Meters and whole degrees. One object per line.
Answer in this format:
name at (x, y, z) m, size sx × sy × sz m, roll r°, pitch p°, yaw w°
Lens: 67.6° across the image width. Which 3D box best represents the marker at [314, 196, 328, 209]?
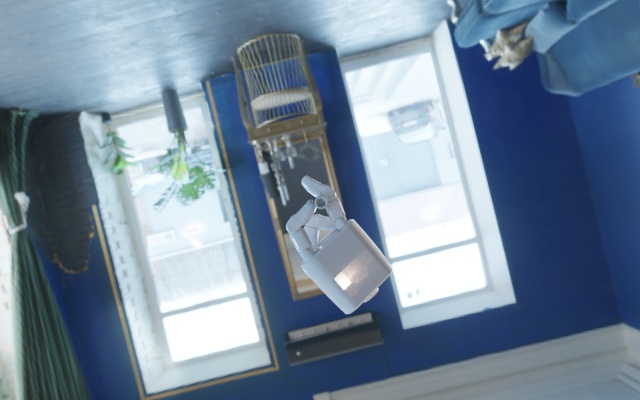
marker at (0.000, 0.002, 0.724) m, size 0.020 × 0.020 × 0.121 m, roll 0°, pitch 0°, yaw -1°
